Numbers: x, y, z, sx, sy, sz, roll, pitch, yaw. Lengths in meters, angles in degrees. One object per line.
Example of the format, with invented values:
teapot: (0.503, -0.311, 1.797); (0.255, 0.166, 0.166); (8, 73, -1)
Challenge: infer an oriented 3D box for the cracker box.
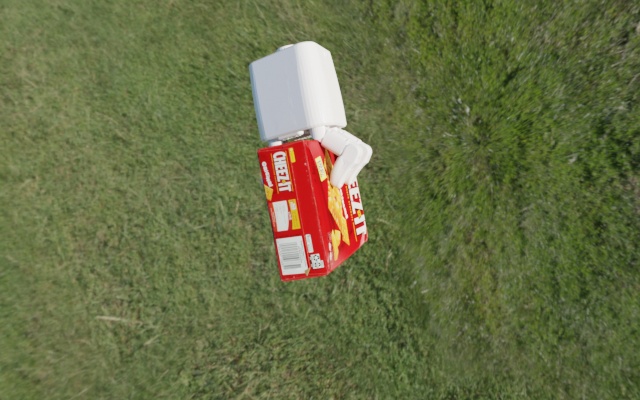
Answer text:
cracker box: (0.000, 0.002, 0.658); (0.072, 0.164, 0.213); (-9, 3, 19)
